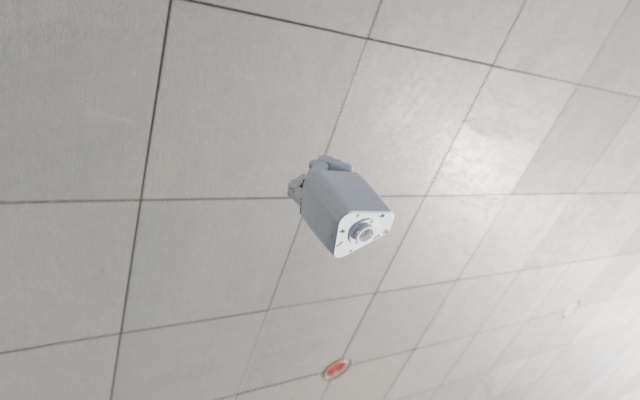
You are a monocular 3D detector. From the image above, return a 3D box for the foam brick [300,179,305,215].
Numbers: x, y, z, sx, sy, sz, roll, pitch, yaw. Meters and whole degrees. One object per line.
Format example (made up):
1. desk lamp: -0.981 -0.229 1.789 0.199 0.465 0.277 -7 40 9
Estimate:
1. foam brick: 0.000 0.003 0.824 0.053 0.078 0.051 -15 43 -25
